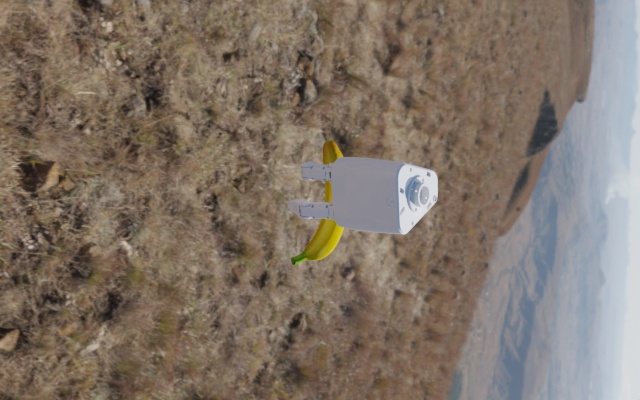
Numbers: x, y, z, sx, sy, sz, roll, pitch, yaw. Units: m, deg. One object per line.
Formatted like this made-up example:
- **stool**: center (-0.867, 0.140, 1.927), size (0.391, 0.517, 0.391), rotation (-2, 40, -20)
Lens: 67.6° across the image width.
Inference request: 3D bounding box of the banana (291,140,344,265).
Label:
- **banana**: center (0.013, 0.010, 0.737), size (0.069, 0.198, 0.037), rotation (16, -2, -41)
